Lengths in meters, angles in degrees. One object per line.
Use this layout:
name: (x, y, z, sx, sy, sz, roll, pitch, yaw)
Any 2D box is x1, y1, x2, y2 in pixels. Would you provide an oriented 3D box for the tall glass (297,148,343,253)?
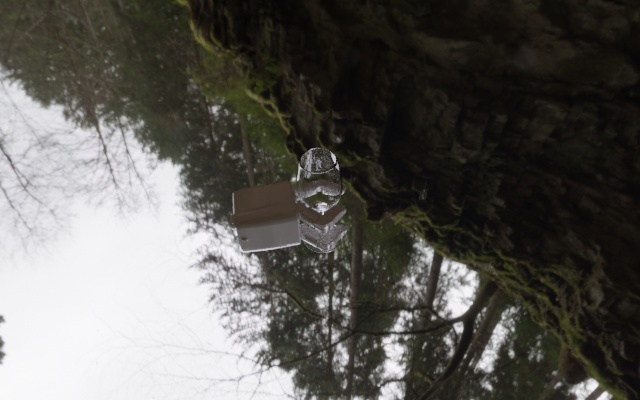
tall glass: (0.000, 0.003, 0.841, 0.079, 0.079, 0.201, 0, -43, 3)
